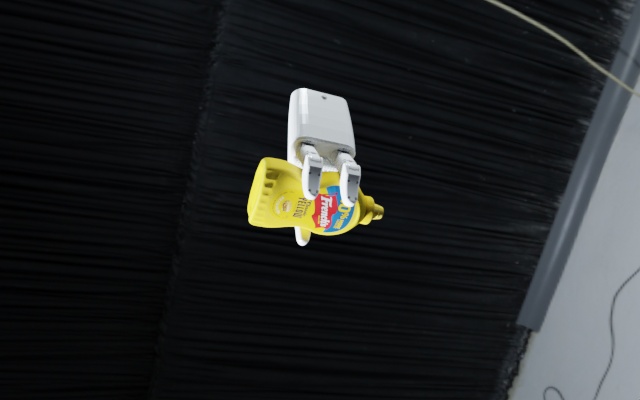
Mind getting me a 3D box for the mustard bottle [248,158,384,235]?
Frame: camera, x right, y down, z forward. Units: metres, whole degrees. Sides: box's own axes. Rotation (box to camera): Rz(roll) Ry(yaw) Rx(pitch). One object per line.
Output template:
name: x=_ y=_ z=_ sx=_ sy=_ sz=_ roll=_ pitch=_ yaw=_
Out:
mustard bottle: x=0.000 y=0.002 z=0.674 sx=0.191 sy=0.096 sz=0.058 roll=10 pitch=29 yaw=-19
